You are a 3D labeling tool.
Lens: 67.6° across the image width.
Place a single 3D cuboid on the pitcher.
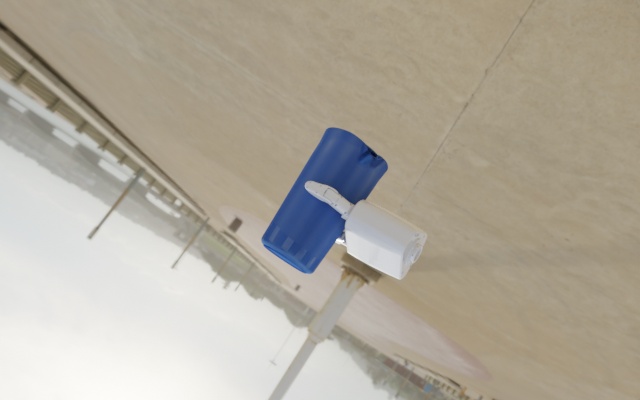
[{"bbox_3d":[0.000,0.003,0.851,0.145,0.243,0.149,28,-13,25],"label":"pitcher"}]
